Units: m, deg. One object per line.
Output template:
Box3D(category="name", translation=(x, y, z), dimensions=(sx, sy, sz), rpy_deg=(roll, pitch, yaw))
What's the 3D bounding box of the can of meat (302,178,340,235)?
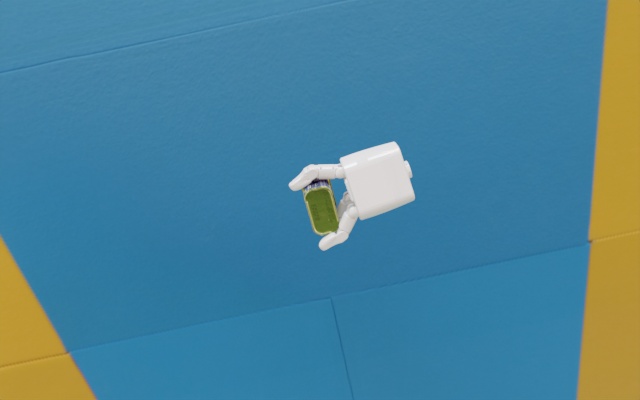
Box3D(category="can of meat", translation=(0.000, 0.003, 0.891), dimensions=(0.057, 0.102, 0.084), rpy_deg=(-15, 26, 1))
